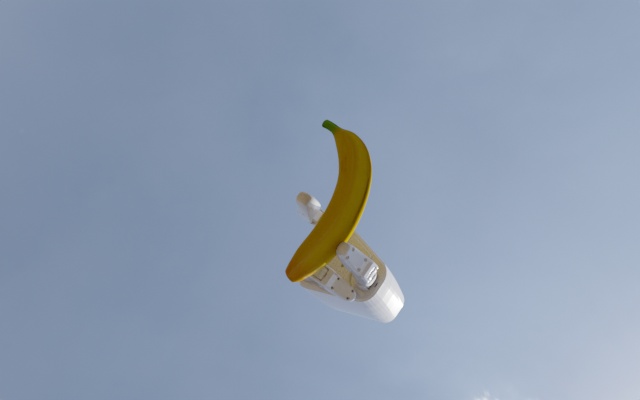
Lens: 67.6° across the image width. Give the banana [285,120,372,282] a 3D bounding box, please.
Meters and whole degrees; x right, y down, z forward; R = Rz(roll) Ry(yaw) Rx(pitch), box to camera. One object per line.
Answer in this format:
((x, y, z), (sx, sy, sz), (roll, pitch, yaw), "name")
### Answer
((0.018, -0.001, 0.521), (0.069, 0.197, 0.037), (1, -28, 26), "banana")
